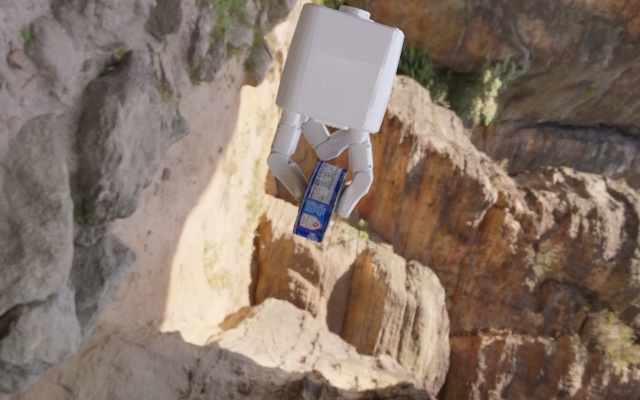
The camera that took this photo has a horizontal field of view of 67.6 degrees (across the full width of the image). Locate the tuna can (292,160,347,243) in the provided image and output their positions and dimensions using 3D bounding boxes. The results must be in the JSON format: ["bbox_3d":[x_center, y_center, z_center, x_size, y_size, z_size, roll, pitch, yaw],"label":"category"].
[{"bbox_3d":[0.001,0.002,0.515,0.034,0.086,0.086,20,1,3],"label":"tuna can"}]
